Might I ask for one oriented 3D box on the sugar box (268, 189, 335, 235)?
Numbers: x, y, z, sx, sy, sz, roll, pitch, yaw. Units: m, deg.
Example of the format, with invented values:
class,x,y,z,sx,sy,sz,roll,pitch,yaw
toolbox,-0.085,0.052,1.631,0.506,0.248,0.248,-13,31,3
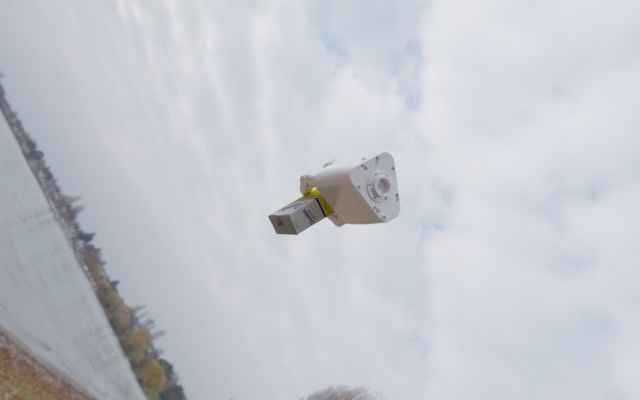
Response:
class,x,y,z,sx,sy,sz,roll,pitch,yaw
sugar box,0.000,0.002,0.866,0.176,0.048,0.093,-28,10,-26
